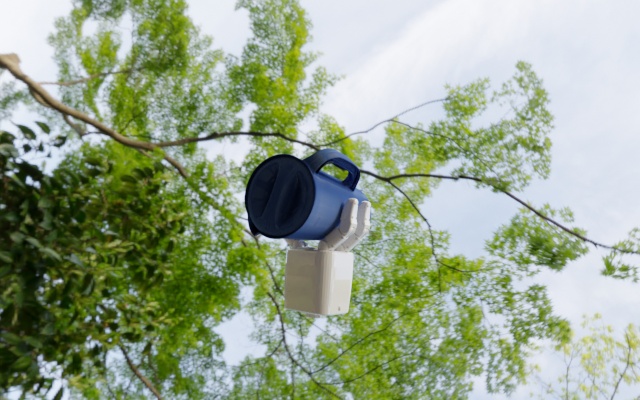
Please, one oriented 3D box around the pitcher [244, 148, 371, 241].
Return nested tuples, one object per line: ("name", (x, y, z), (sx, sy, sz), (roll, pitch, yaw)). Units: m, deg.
("pitcher", (0.000, 0.003, 0.825), (0.149, 0.145, 0.243), (-1, -8, 31))
